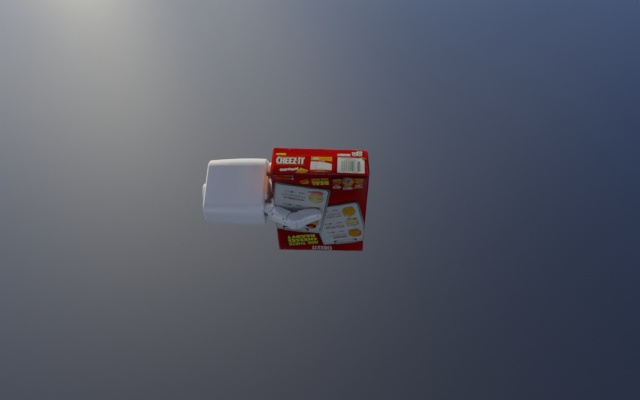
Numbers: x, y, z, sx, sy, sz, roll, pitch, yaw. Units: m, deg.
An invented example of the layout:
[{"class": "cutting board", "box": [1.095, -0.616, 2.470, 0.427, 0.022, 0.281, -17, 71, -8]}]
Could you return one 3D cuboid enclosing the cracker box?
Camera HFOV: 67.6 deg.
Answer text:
[{"class": "cracker box", "box": [0.000, 0.003, 0.866, 0.164, 0.072, 0.214, 1, -41, 2]}]
